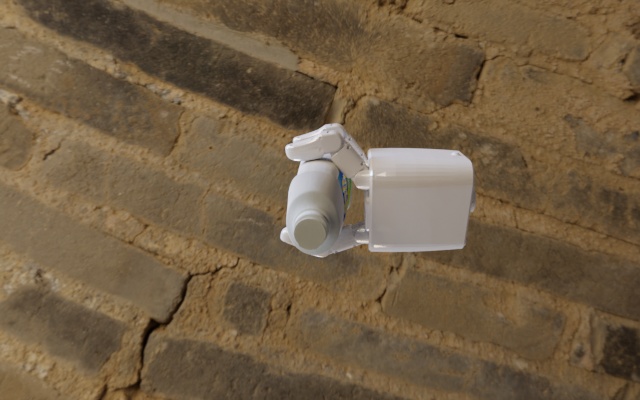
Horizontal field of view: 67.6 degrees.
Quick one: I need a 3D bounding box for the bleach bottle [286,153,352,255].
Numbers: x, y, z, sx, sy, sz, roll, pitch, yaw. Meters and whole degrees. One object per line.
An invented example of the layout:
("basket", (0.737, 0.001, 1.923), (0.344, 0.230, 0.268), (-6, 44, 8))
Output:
("bleach bottle", (0.000, 0.002, 0.525), (0.068, 0.102, 0.250), (0, 16, 4))
